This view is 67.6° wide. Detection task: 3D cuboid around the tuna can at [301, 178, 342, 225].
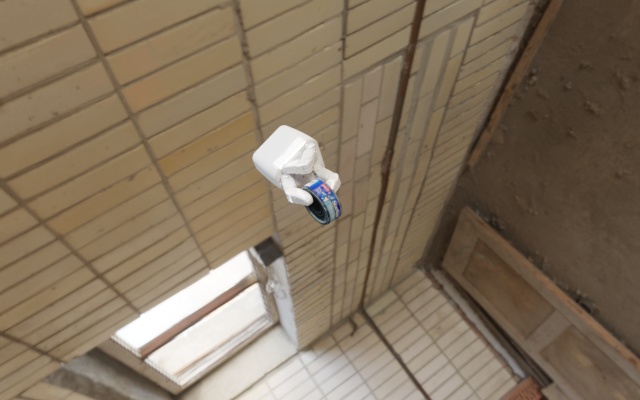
[{"bbox_3d":[0.000,0.003,0.894,0.033,0.086,0.086,-34,14,-22],"label":"tuna can"}]
